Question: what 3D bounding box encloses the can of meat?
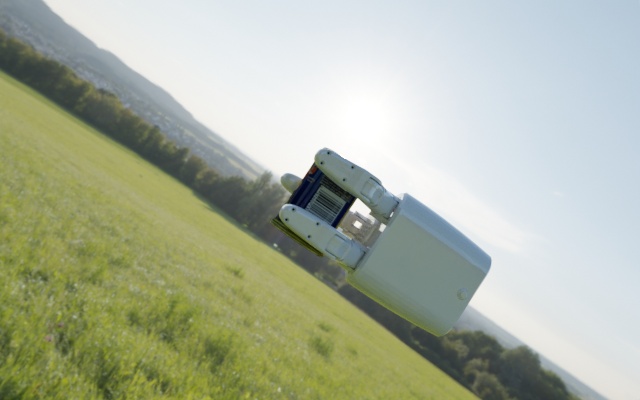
[{"bbox_3d":[0.000,0.001,0.456,0.057,0.084,0.102,34,-2,-1],"label":"can of meat"}]
